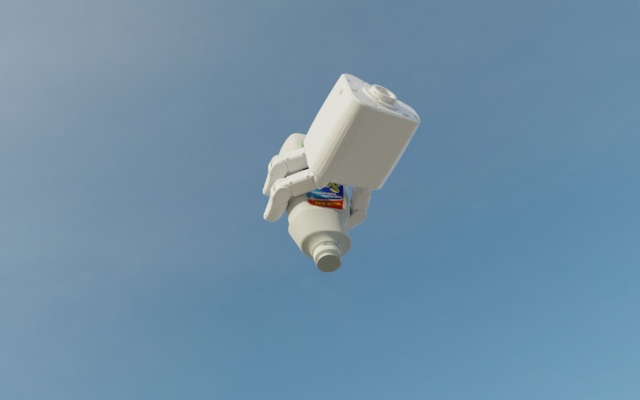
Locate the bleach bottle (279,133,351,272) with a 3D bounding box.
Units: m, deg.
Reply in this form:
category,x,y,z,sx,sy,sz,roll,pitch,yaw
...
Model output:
category,x,y,z,sx,sy,sz,roll,pitch,yaw
bleach bottle,0.000,0.002,0.644,0.102,0.068,0.250,20,30,-22
